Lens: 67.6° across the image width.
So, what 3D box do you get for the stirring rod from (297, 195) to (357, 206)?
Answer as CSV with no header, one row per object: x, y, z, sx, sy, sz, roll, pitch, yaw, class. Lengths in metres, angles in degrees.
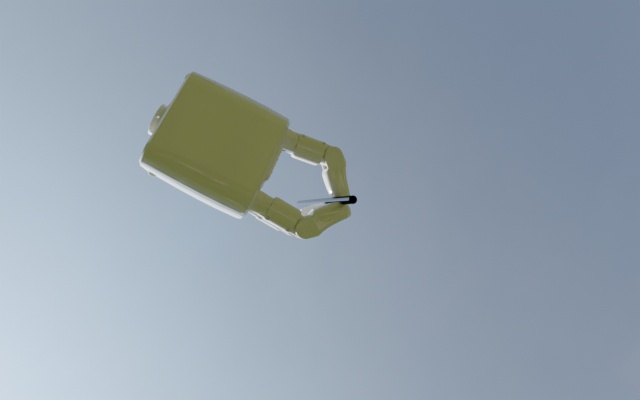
0.000,0.002,0.549,0.011,0.011,0.239,0,-1,-14,stirring rod
